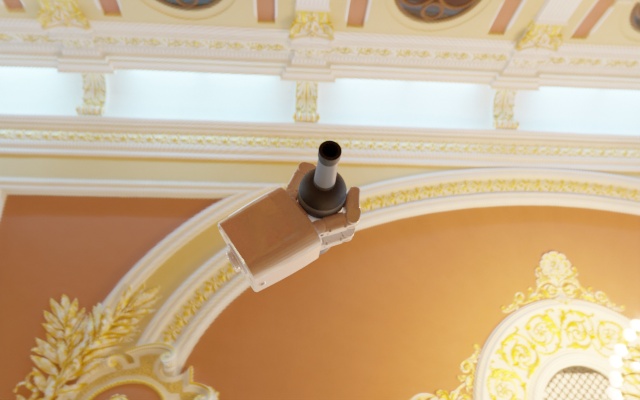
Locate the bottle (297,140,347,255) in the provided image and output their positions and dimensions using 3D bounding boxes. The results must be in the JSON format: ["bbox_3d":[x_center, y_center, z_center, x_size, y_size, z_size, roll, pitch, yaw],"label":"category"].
[{"bbox_3d":[0.000,0.002,0.686,0.069,0.069,0.296,0,-24,-5],"label":"bottle"}]
